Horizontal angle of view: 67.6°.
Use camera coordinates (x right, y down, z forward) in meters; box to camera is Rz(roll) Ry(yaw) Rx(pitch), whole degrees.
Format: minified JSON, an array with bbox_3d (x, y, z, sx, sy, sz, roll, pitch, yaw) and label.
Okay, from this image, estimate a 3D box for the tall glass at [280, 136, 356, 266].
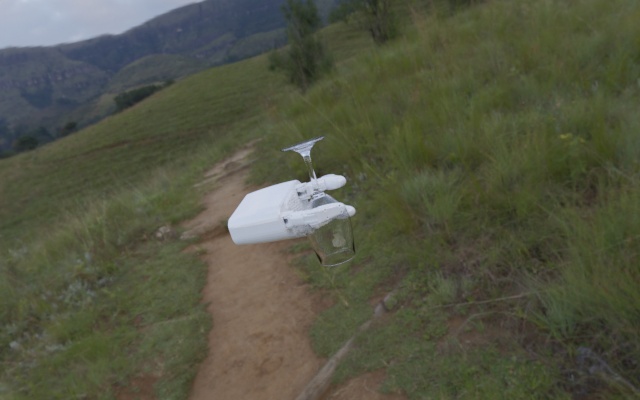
[{"bbox_3d":[0.000,0.002,0.773,0.079,0.201,0.079,-17,11,3],"label":"tall glass"}]
